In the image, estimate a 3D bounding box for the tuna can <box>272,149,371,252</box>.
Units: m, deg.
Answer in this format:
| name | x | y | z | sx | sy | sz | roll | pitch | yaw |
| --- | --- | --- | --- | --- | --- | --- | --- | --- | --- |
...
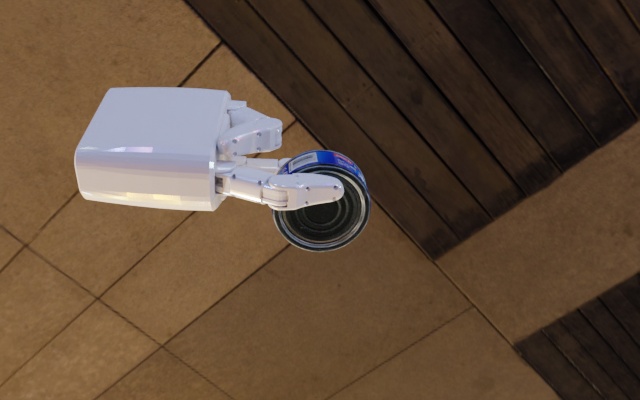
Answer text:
| name | x | y | z | sx | sy | sz | roll | pitch | yaw |
| --- | --- | --- | --- | --- | --- | --- | --- | --- | --- |
| tuna can | 0.000 | 0.002 | 0.414 | 0.086 | 0.086 | 0.033 | 0 | 27 | -5 |
